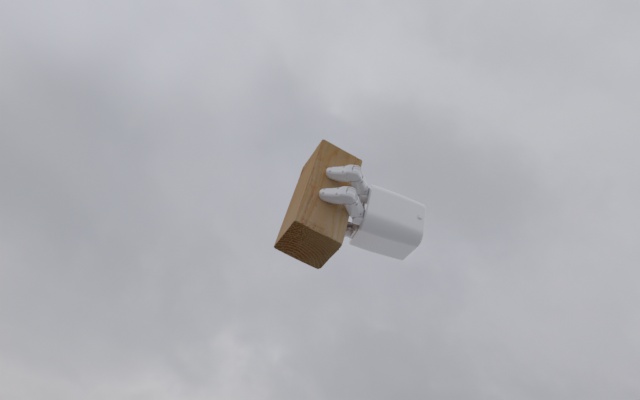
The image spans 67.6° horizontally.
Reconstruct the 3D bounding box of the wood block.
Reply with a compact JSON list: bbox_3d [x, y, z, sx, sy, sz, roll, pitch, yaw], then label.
[{"bbox_3d":[0.000,0.003,0.842,0.090,0.206,0.091,27,-44,-10],"label":"wood block"}]
